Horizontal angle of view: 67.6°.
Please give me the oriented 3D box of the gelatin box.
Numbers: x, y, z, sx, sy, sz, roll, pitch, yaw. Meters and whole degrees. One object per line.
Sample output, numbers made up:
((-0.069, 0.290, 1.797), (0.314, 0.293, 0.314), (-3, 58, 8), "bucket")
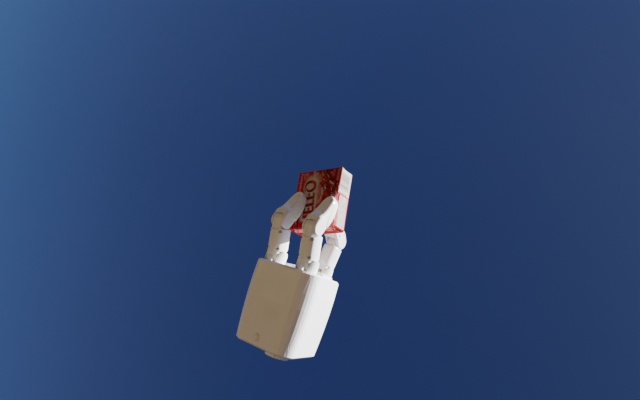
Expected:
((0.000, 0.002, 0.653), (0.073, 0.089, 0.030), (-6, -26, 35), "gelatin box")
